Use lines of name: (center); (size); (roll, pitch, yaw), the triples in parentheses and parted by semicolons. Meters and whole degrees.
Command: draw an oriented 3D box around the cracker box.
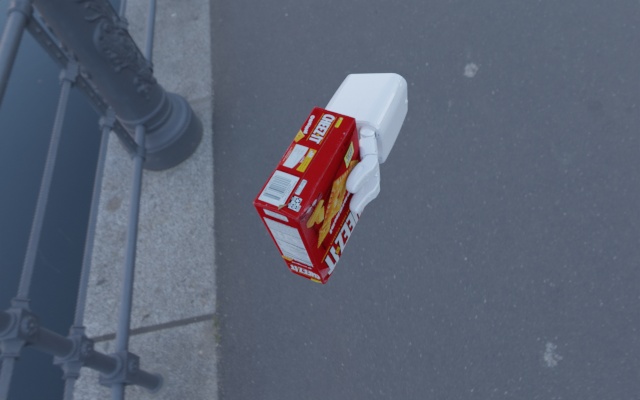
cracker box: (0.000, 0.002, 0.677); (0.072, 0.164, 0.214); (20, -25, 21)
